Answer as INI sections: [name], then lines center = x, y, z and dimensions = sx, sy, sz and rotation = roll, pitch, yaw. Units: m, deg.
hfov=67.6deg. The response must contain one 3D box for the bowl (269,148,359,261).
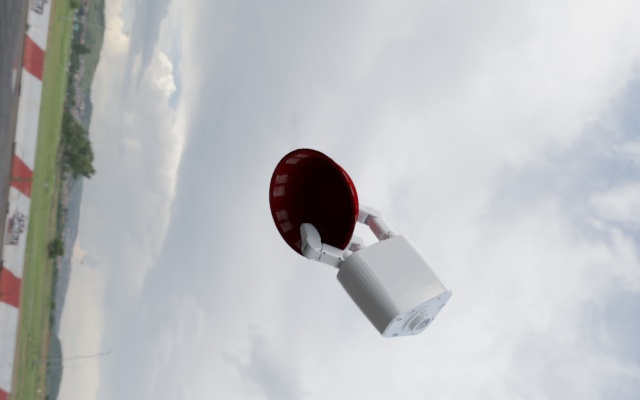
[bowl]
center = 0.000, 0.001, 0.690
dimensions = 0.162, 0.162, 0.055
rotation = 0, 11, 40
